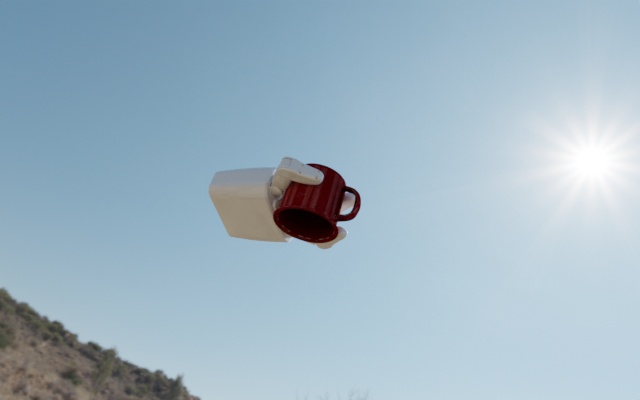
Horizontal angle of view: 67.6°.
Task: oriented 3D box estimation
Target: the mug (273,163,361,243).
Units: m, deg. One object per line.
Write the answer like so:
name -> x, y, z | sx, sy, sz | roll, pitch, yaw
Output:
mug -> 0.001, 0.002, 0.667 | 0.117, 0.081, 0.093 | 1, -35, 25
